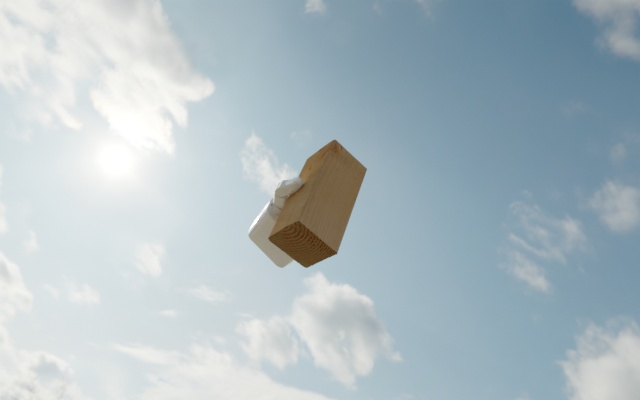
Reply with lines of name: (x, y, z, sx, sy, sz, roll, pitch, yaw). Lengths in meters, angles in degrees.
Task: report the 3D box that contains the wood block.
wood block: (0.000, 0.003, 0.845, 0.091, 0.206, 0.090, 40, -44, -19)
